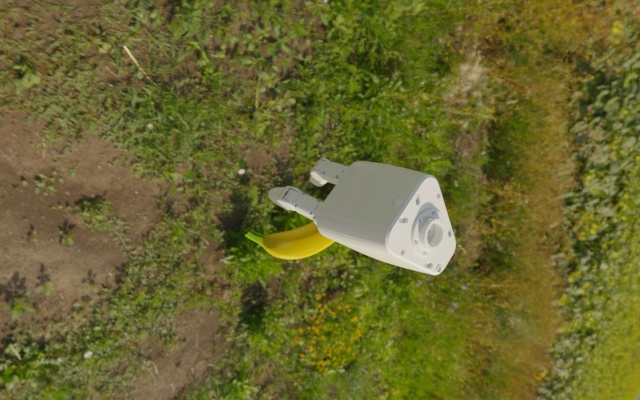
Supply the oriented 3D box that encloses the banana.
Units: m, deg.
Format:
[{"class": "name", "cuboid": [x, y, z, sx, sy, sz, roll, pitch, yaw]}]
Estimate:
[{"class": "banana", "cuboid": [0.005, 0.020, 0.601, 0.197, 0.069, 0.037, -31, 14, -26]}]
